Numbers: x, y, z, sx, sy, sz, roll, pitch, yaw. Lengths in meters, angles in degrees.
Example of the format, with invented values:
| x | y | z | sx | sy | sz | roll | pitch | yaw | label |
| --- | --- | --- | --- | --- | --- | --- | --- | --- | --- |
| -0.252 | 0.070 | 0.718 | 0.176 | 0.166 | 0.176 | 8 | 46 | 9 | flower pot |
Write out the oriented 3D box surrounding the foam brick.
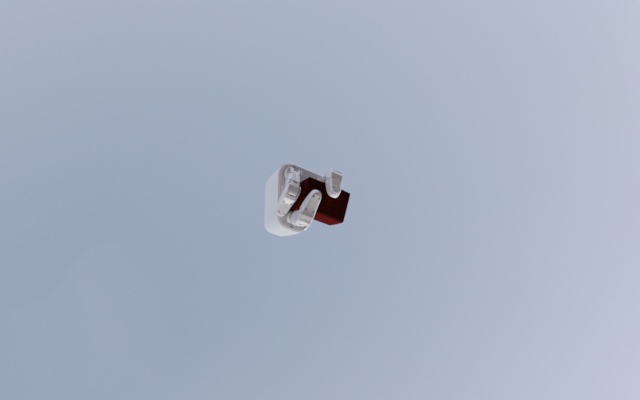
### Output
| x | y | z | sx | sy | sz | roll | pitch | yaw | label |
| --- | --- | --- | --- | --- | --- | --- | --- | --- | --- |
| 0.000 | 0.003 | 0.782 | 0.078 | 0.053 | 0.051 | 22 | -17 | -17 | foam brick |
